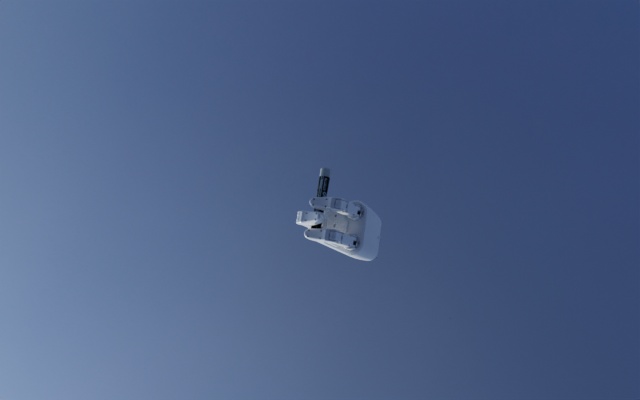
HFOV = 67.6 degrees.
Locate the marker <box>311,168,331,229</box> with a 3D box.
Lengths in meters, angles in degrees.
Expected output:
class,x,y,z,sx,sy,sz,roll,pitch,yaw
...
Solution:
class,x,y,z,sx,sy,sz,roll,pitch,yaw
marker,0.000,0.003,0.834,0.020,0.121,0.020,9,-11,2
